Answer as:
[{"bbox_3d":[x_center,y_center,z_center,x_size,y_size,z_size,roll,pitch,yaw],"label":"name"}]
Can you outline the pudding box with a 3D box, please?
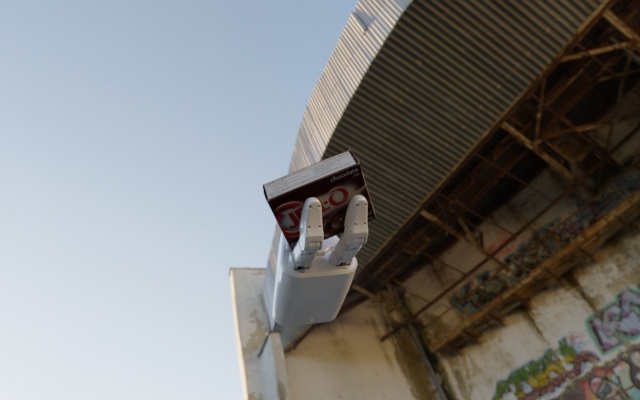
[{"bbox_3d":[0.000,0.002,0.559,0.113,0.090,0.039,-24,42,-2],"label":"pudding box"}]
